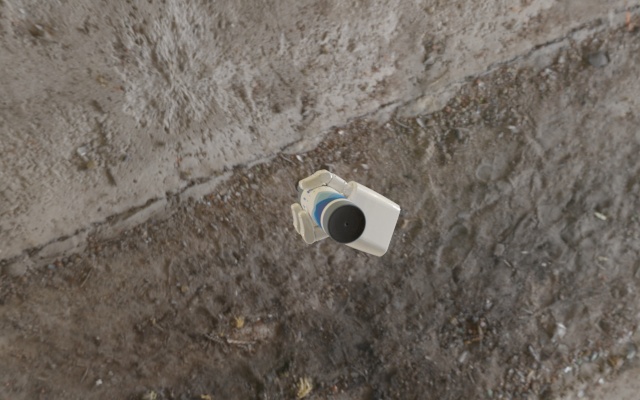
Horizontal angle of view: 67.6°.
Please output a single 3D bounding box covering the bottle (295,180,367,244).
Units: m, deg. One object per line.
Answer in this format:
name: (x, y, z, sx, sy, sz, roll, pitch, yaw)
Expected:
bottle: (0.000, 0.003, 0.885, 0.069, 0.069, 0.295, 0, 14, -17)
